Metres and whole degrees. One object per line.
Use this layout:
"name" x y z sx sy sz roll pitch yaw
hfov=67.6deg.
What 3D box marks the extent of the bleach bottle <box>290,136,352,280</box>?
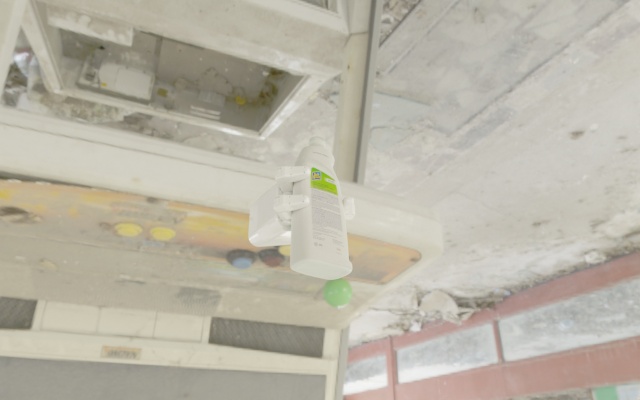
"bleach bottle" 0.000 0.003 0.825 0.102 0.250 0.068 20 -34 -32
